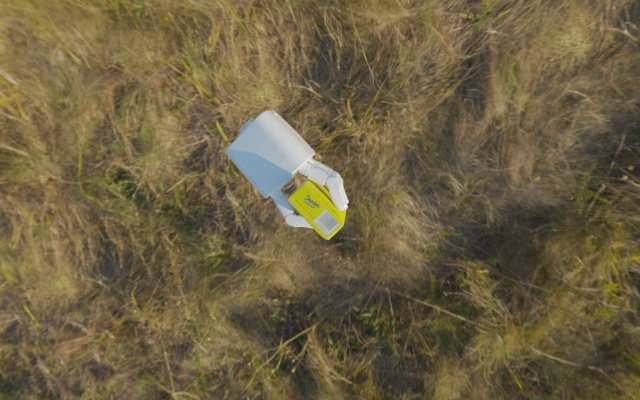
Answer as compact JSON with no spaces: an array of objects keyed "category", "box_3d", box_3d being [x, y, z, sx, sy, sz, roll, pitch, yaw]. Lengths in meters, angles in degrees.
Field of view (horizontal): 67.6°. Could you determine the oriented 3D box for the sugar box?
[{"category":"sugar box","box_3d":[0.000,0.002,0.828,0.048,0.093,0.176,-42,5,13]}]
